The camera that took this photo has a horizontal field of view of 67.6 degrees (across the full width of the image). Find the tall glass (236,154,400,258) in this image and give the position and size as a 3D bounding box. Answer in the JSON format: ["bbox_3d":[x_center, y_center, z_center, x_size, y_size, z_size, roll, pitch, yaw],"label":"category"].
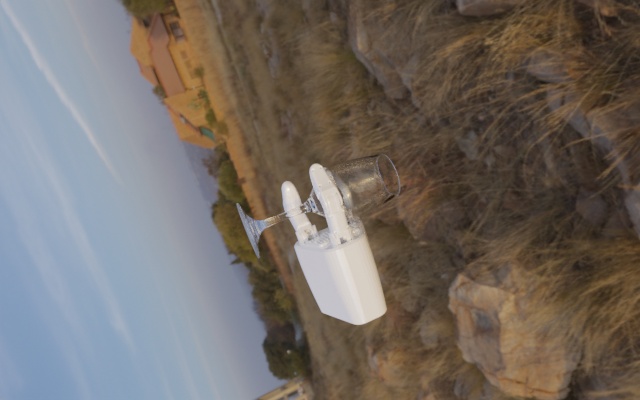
[{"bbox_3d":[-0.001,0.002,0.613,0.201,0.079,0.079,-22,5,-12],"label":"tall glass"}]
